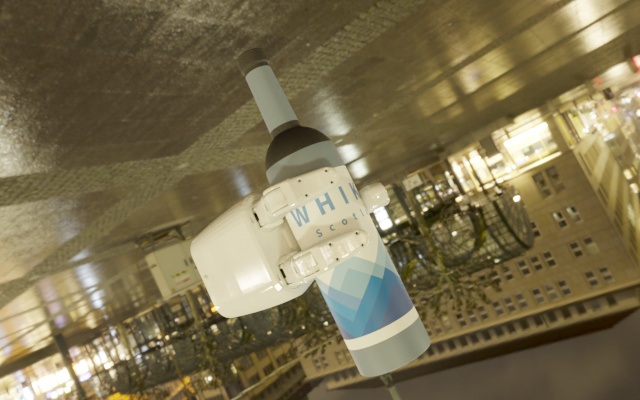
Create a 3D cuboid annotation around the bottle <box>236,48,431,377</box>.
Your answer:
[{"bbox_3d":[0.000,0.002,0.419,0.069,0.295,0.069,-26,-5,-2],"label":"bottle"}]
